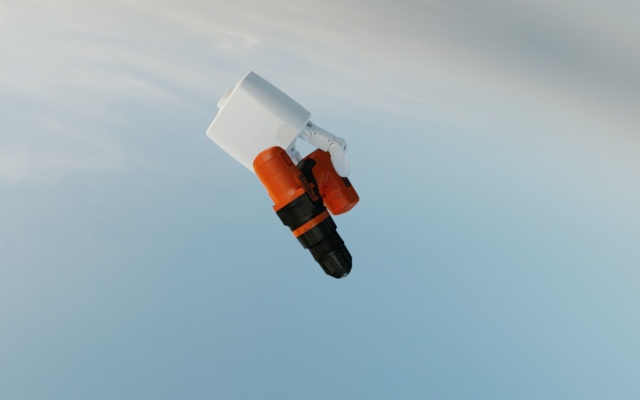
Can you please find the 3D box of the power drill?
[{"bbox_3d":[0.000,0.002,0.652,0.057,0.184,0.187,-31,2,18],"label":"power drill"}]
